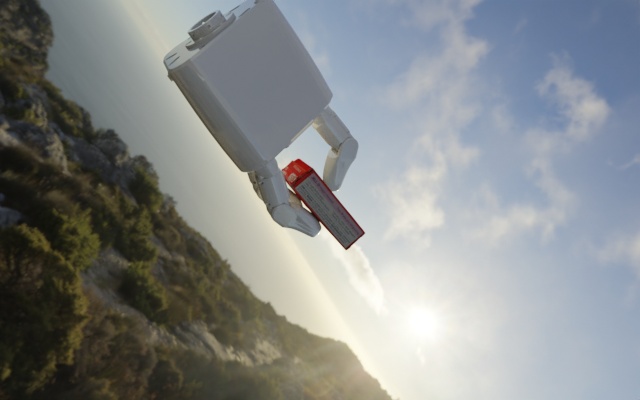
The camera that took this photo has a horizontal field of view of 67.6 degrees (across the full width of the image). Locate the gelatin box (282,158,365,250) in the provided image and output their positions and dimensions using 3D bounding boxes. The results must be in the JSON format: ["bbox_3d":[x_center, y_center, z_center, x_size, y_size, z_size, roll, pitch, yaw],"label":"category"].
[{"bbox_3d":[0.001,0.002,0.489,0.030,0.089,0.073,-41,19,-1],"label":"gelatin box"}]
